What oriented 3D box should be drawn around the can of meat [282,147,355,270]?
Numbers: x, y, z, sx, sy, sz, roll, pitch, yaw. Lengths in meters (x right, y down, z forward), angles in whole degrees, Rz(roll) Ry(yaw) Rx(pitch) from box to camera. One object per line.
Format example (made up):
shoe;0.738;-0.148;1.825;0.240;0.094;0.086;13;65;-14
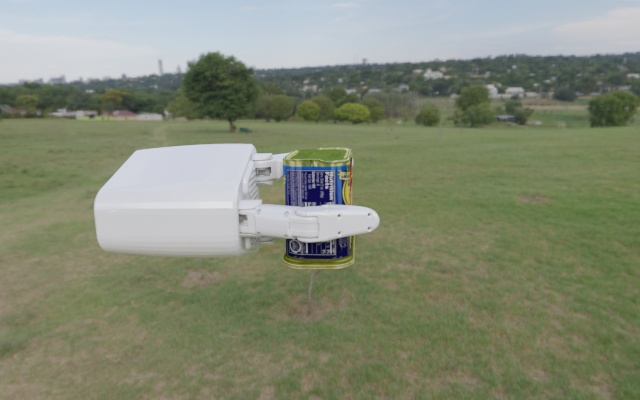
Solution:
can of meat;0.000;0.001;0.401;0.057;0.084;0.102;0;12;5
